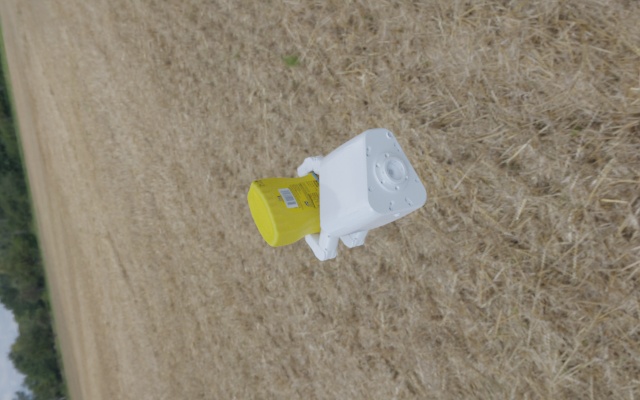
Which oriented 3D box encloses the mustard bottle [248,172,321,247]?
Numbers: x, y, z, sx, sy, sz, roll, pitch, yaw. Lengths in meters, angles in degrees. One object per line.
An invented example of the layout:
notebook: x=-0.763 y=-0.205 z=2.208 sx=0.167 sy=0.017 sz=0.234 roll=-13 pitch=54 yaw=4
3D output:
mustard bottle: x=0.000 y=0.002 z=0.682 sx=0.191 sy=0.096 sz=0.058 roll=-11 pitch=-35 yaw=-31
